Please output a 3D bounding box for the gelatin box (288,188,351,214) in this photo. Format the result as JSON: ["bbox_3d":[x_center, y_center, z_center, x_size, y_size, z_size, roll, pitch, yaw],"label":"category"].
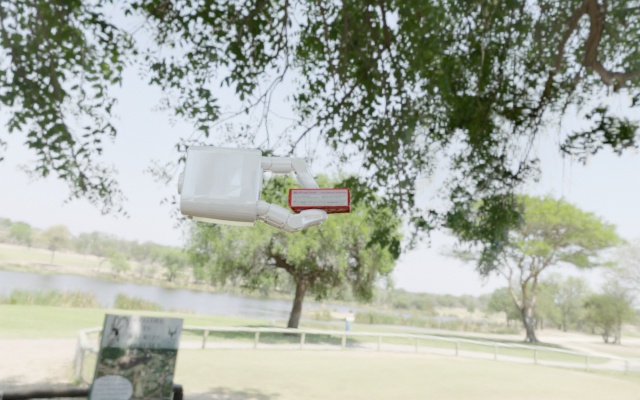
[{"bbox_3d":[0.000,0.002,0.712,0.089,0.030,0.073,-1,-9,4],"label":"gelatin box"}]
